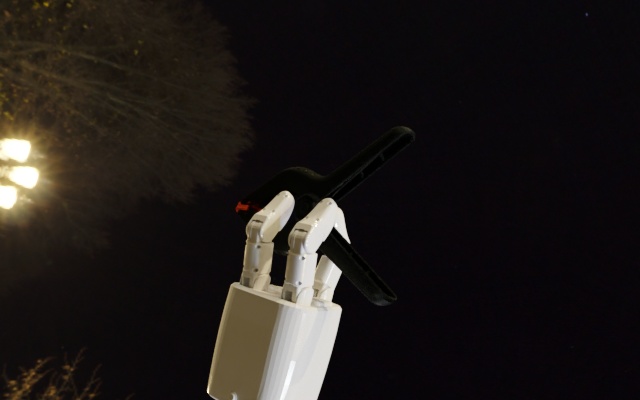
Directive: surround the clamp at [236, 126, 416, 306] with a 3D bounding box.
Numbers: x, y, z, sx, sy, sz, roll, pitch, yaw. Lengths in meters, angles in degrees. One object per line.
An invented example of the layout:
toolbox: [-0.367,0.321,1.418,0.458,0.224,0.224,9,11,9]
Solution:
clamp: [0.000,0.002,0.486,0.210,0.164,0.036,9,-9,38]
